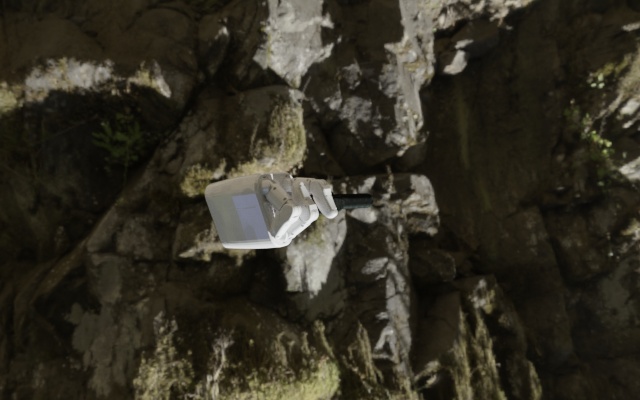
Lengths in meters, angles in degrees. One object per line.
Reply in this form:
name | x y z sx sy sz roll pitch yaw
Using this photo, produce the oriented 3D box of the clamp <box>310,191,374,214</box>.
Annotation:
clamp | 0.000 0.003 0.780 0.120 0.039 0.171 -4 -1 32
